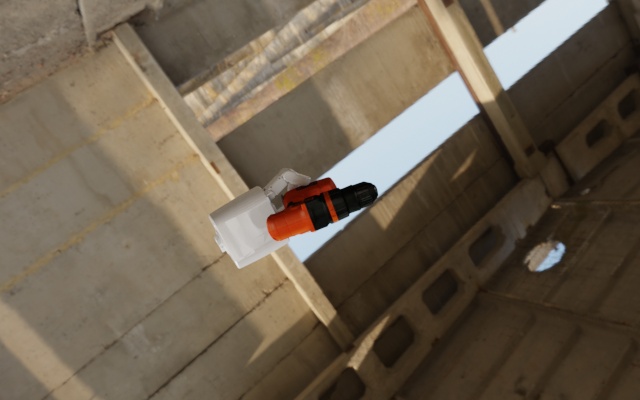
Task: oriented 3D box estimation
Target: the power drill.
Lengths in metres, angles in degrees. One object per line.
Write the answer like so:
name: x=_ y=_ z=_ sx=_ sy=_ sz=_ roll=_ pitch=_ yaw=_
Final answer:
power drill: x=0.000 y=0.003 z=0.822 sx=0.184 sy=0.057 sz=0.187 roll=-19 pitch=9 yaw=1
